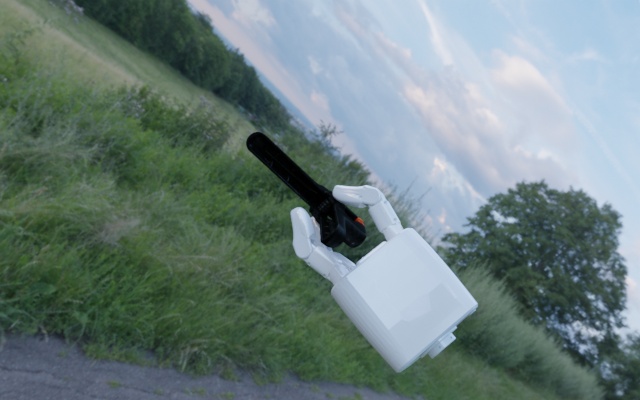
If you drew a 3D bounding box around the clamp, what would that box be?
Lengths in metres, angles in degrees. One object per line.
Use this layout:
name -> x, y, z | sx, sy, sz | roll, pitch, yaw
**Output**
clamp -> 0.001, 0.002, 0.567 | 0.036, 0.164, 0.210 | -43, -22, 7
